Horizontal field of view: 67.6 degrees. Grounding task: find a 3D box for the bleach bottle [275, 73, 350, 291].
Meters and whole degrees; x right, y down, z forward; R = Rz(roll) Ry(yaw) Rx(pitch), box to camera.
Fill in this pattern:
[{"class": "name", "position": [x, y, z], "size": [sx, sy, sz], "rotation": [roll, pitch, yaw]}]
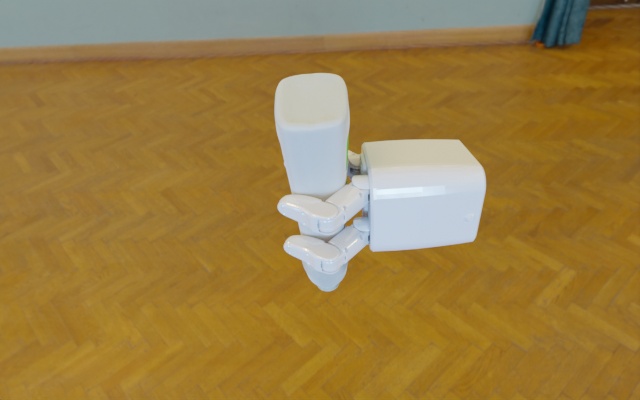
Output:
[{"class": "bleach bottle", "position": [0.000, 0.002, 0.510], "size": [0.068, 0.251, 0.102], "rotation": [-4, 42, 2]}]
